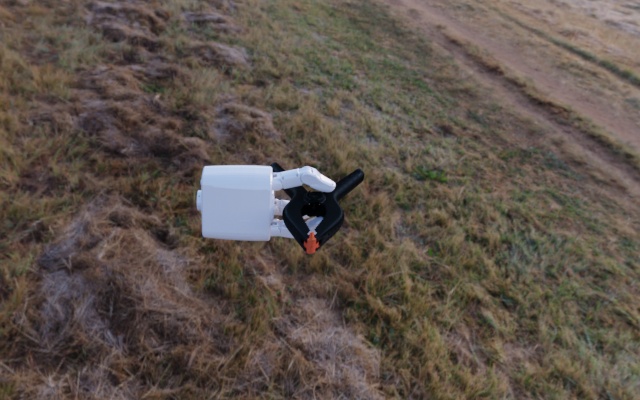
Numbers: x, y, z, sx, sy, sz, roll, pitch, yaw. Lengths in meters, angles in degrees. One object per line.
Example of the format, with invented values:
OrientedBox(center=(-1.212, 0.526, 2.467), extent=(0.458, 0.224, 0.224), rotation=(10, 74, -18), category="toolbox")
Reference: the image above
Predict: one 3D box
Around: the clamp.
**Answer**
OrientedBox(center=(0.000, 0.002, 0.758), extent=(0.164, 0.036, 0.209), rotation=(-1, 37, -5), category="clamp")
